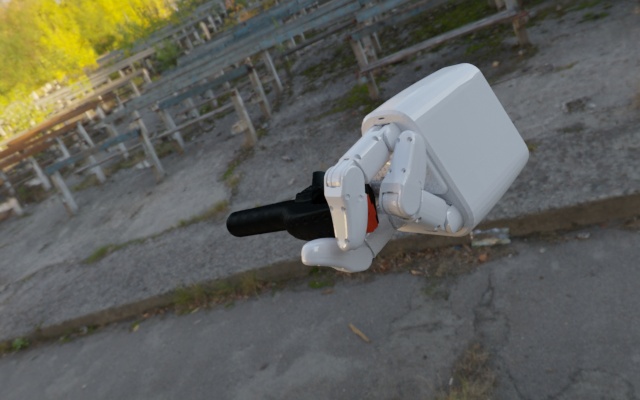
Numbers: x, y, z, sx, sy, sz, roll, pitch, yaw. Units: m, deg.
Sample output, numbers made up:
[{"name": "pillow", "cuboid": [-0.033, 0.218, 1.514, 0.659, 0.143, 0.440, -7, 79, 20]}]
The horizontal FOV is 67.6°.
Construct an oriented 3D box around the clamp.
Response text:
[{"name": "clamp", "cuboid": [0.000, 0.001, 0.430, 0.120, 0.039, 0.171, -38, 24, -32]}]
